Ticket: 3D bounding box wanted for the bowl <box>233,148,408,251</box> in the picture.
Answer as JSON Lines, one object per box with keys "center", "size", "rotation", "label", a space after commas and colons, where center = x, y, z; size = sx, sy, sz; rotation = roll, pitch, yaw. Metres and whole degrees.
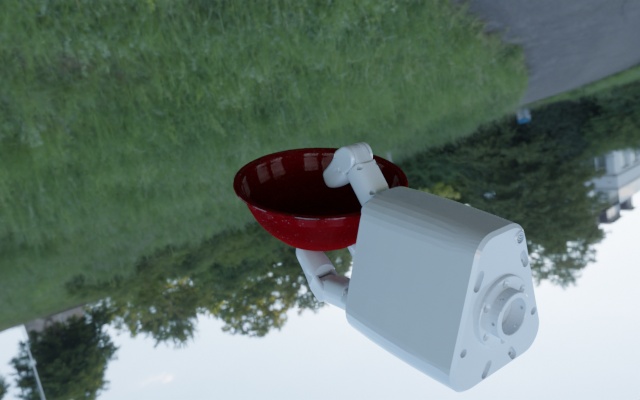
{"center": [0.000, 0.001, 0.456], "size": [0.162, 0.055, 0.162], "rotation": [0, 27, 0], "label": "bowl"}
